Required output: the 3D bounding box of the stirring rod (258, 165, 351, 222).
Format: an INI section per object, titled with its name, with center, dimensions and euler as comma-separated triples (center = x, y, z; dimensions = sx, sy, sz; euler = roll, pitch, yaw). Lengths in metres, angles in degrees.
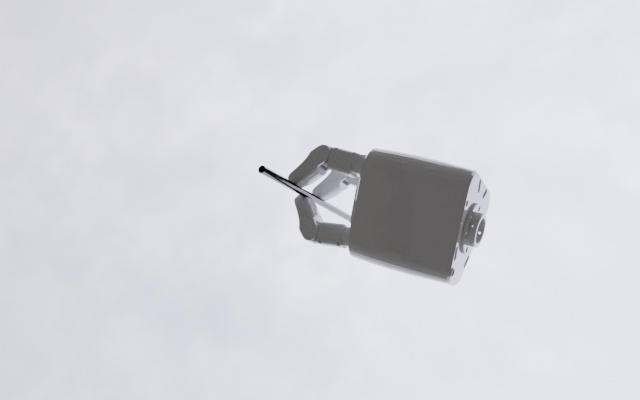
[stirring rod]
center = 0.000, 0.002, 0.561
dimensions = 0.011, 0.011, 0.239
euler = 0, -15, 29
